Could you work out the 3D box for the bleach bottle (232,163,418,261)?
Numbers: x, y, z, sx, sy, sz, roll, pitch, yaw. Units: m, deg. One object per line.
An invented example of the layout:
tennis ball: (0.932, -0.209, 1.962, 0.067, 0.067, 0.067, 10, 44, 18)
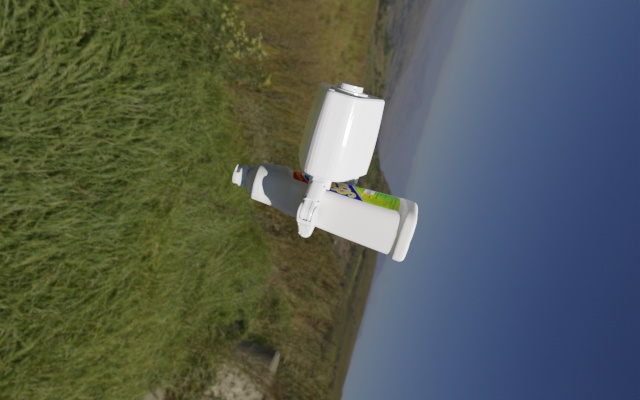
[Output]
bleach bottle: (0.000, 0.002, 0.642, 0.251, 0.068, 0.102, 18, 18, 6)
